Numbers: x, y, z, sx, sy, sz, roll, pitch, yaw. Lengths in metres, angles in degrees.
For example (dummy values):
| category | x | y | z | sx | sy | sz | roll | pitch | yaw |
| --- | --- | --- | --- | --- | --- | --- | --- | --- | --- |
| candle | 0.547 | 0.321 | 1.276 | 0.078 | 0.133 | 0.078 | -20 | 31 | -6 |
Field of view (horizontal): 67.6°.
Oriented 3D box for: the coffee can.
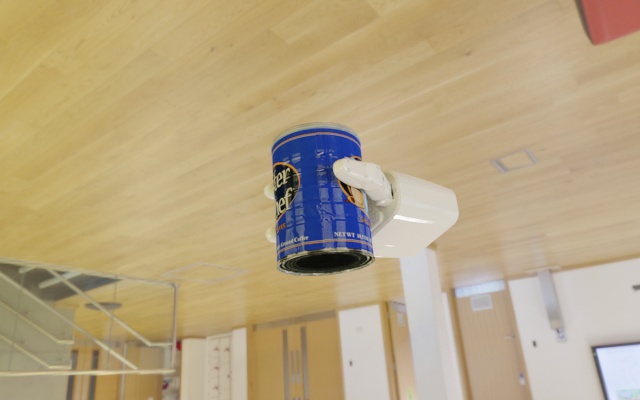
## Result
| category | x | y | z | sx | sy | sz | roll | pitch | yaw |
| --- | --- | --- | --- | --- | --- | --- | --- | --- | --- |
| coffee can | 0.000 | 0.002 | 0.518 | 0.103 | 0.140 | 0.103 | -4 | -21 | -2 |
